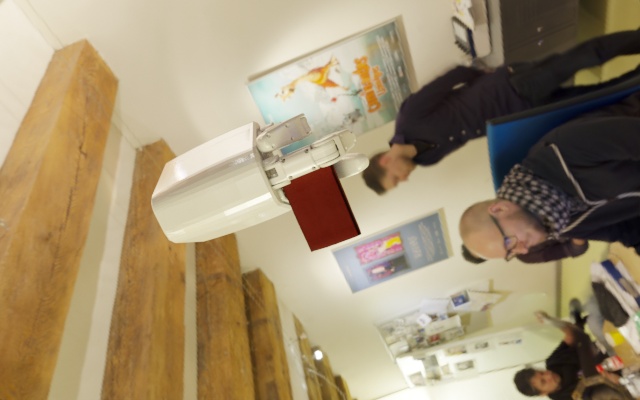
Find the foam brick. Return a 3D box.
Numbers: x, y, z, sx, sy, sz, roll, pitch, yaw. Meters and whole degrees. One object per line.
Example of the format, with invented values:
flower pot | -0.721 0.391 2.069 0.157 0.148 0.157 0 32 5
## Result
foam brick | 0.000 0.002 0.466 0.051 0.078 0.053 -23 12 4
